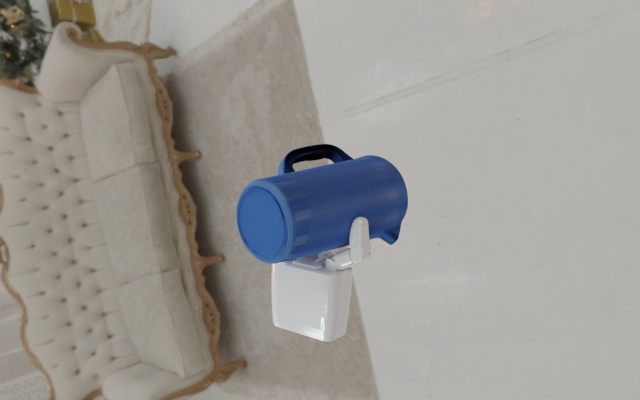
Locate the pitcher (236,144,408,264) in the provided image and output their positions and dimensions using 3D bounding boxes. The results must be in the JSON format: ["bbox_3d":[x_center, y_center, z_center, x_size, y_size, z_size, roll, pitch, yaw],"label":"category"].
[{"bbox_3d":[0.000,0.002,0.679,0.149,0.145,0.243,14,17,40],"label":"pitcher"}]
